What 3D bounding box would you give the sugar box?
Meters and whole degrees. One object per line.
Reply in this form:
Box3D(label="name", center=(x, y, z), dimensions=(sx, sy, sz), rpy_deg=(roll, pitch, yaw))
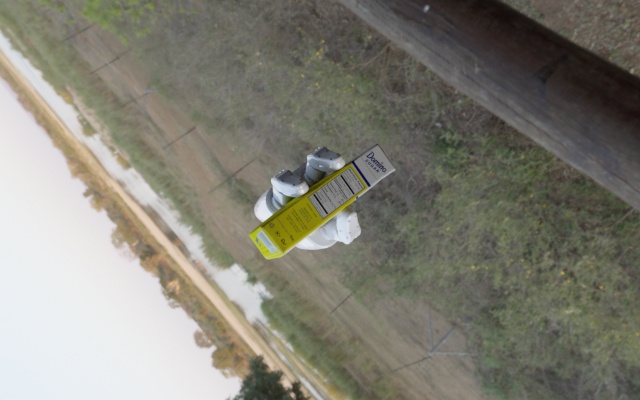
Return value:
Box3D(label="sugar box", center=(0.000, 0.002, 0.584), dimensions=(0.176, 0.048, 0.093), rpy_deg=(-39, 4, -20))
